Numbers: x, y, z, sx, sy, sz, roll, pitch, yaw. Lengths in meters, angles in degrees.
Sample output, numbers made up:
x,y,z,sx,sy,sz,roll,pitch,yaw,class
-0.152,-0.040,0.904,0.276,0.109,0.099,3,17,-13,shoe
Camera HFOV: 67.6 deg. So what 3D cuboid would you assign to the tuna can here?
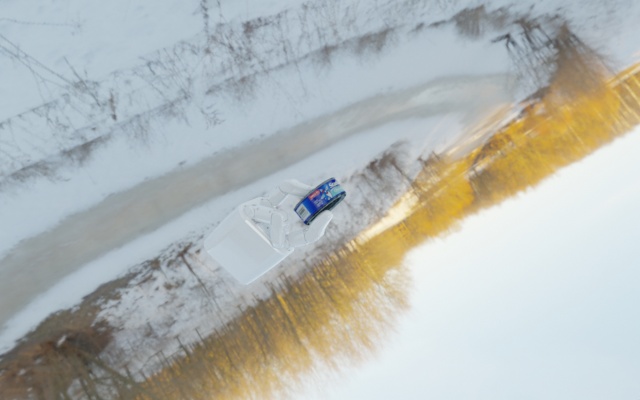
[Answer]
x,y,z,sx,sy,sz,roll,pitch,yaw,class
0.001,0.003,0.770,0.086,0.033,0.086,-38,-9,-7,tuna can
